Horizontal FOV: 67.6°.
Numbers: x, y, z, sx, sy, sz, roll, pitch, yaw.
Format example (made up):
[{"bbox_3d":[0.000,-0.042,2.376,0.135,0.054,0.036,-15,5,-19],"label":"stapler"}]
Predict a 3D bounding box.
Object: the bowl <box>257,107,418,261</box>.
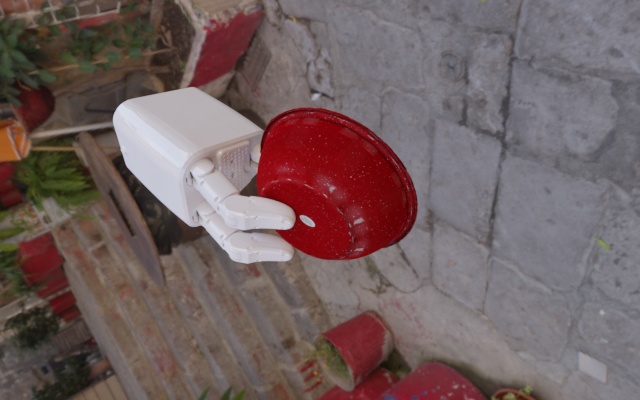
[{"bbox_3d":[0.001,0.002,0.420,0.162,0.162,0.055,0,39,39],"label":"bowl"}]
